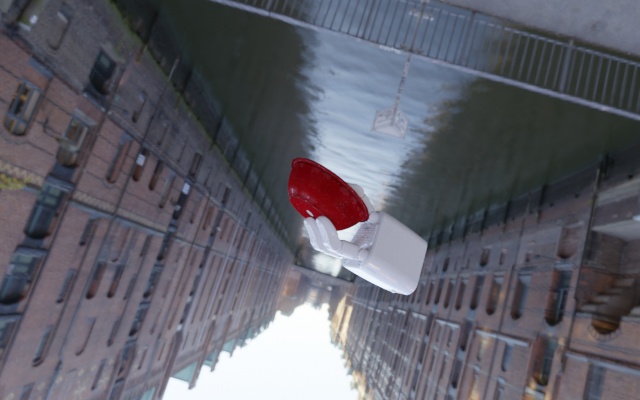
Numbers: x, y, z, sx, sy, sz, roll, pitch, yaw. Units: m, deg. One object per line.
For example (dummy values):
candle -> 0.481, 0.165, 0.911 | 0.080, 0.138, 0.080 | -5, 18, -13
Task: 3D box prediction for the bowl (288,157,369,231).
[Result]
bowl -> -0.001, 0.002, 0.796 | 0.162, 0.055, 0.162 | 35, -17, 13
